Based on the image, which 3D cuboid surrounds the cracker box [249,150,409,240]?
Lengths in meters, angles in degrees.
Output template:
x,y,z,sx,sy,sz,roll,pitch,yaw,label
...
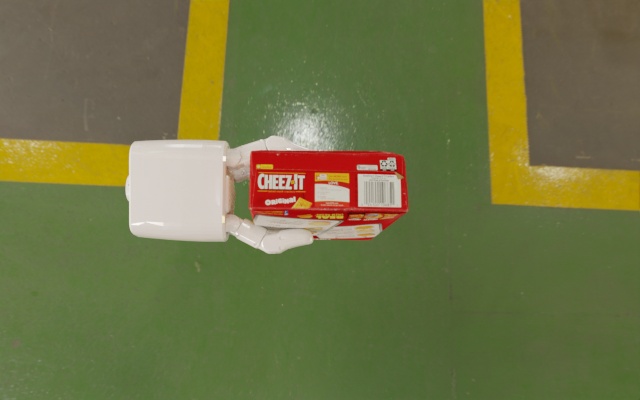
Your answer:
x,y,z,sx,sy,sz,roll,pitch,yaw,label
0.000,0.002,0.586,0.164,0.072,0.214,0,-12,-5,cracker box
